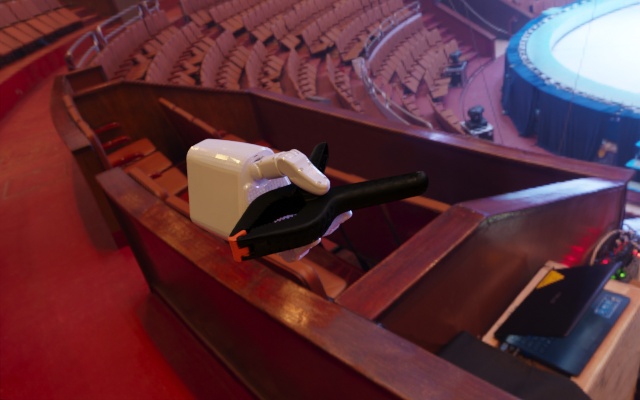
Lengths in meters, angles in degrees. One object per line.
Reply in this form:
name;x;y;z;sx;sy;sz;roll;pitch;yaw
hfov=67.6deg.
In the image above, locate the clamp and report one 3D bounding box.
clamp;-0.001;0.001;0.497;0.164;0.036;0.210;16;40;37
